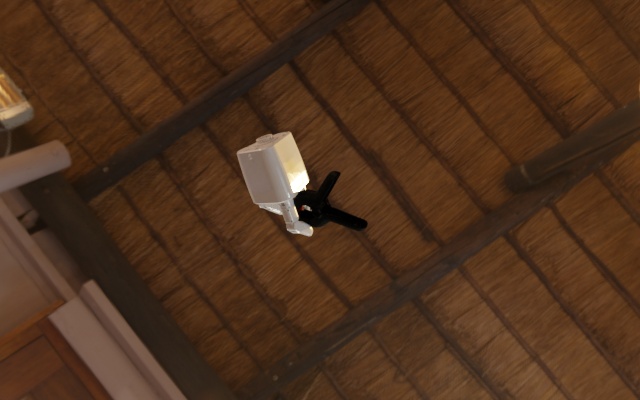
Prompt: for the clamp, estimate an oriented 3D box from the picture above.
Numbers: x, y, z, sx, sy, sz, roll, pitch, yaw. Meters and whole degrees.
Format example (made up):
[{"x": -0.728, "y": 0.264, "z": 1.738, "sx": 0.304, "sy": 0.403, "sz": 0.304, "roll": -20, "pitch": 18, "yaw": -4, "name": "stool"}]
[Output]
[{"x": 0.000, "y": 0.003, "z": 0.881, "sx": 0.171, "sy": 0.120, "sz": 0.039, "roll": -2, "pitch": 24, "yaw": 41, "name": "clamp"}]
